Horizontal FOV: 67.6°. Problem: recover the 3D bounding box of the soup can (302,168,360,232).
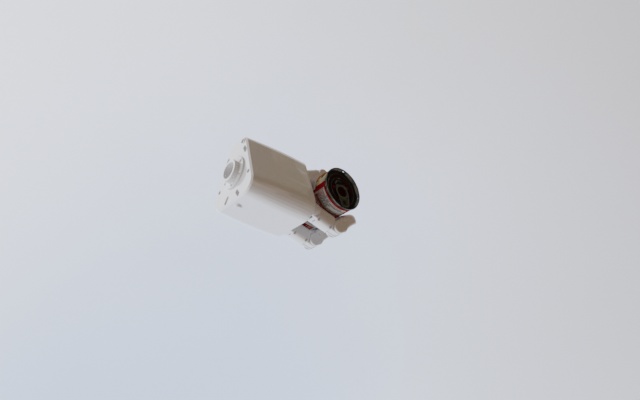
[{"bbox_3d":[0.000,0.003,0.728,0.068,0.068,0.102,0,-23,-46],"label":"soup can"}]
